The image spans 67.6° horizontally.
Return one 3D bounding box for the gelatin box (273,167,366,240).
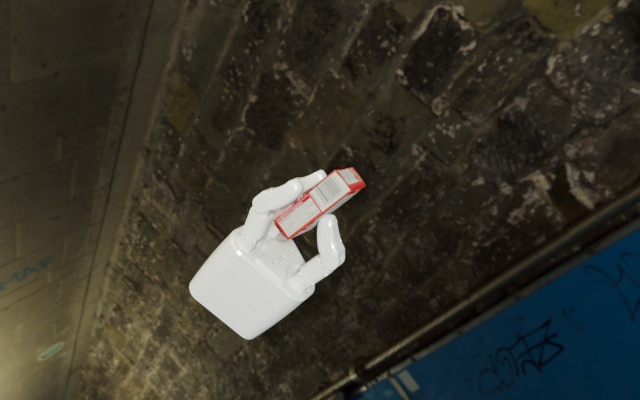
[{"bbox_3d":[0.001,0.002,0.514,0.089,0.030,0.073,-38,-6,17],"label":"gelatin box"}]
